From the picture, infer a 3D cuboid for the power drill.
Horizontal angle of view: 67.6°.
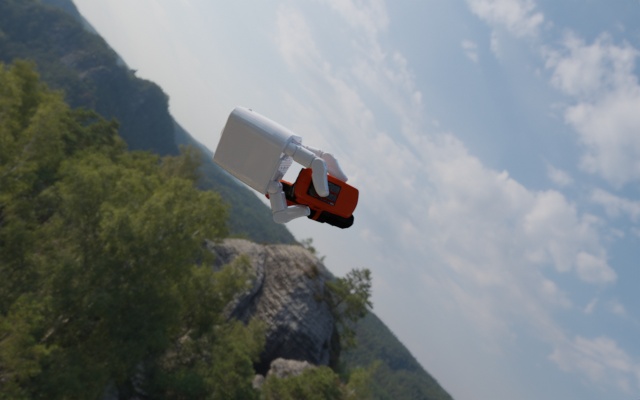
[{"bbox_3d":[0.000,0.003,0.847,0.184,0.057,0.187,22,-12,-13],"label":"power drill"}]
